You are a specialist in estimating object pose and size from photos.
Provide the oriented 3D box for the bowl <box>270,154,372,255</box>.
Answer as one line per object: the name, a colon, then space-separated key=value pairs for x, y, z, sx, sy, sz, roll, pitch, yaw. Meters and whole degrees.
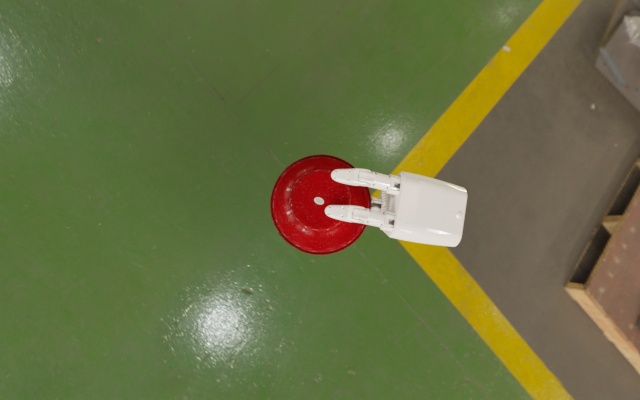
bowl: x=-0.001 y=0.002 z=0.734 sx=0.162 sy=0.162 sz=0.055 roll=0 pitch=-7 yaw=1
